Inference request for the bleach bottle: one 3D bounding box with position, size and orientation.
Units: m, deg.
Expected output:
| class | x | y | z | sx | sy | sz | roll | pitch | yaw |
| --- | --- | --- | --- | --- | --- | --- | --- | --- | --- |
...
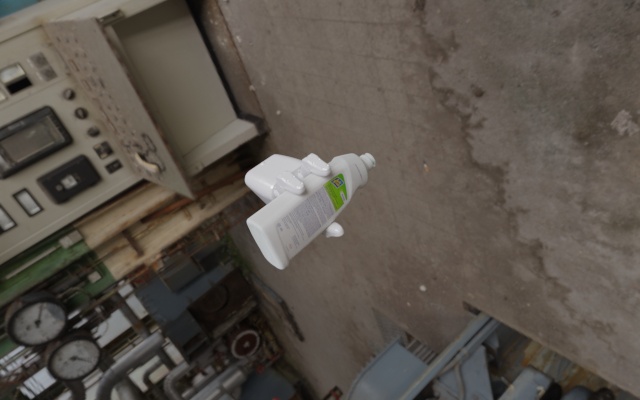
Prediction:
| class | x | y | z | sx | sy | sz | roll | pitch | yaw |
| --- | --- | --- | --- | --- | --- | --- | --- | --- | --- |
| bleach bottle | 0.000 | 0.003 | 0.820 | 0.250 | 0.103 | 0.068 | -37 | 33 | -22 |
